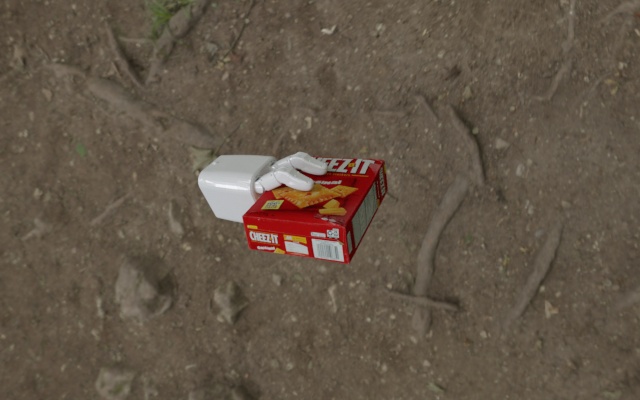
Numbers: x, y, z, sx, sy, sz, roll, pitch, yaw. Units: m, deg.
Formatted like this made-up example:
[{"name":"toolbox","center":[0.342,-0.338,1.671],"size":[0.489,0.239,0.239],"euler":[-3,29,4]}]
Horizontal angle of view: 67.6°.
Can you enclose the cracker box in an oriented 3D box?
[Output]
[{"name":"cracker box","center":[0.000,0.003,0.763],"size":[0.164,0.072,0.213],"euler":[6,33,22]}]
